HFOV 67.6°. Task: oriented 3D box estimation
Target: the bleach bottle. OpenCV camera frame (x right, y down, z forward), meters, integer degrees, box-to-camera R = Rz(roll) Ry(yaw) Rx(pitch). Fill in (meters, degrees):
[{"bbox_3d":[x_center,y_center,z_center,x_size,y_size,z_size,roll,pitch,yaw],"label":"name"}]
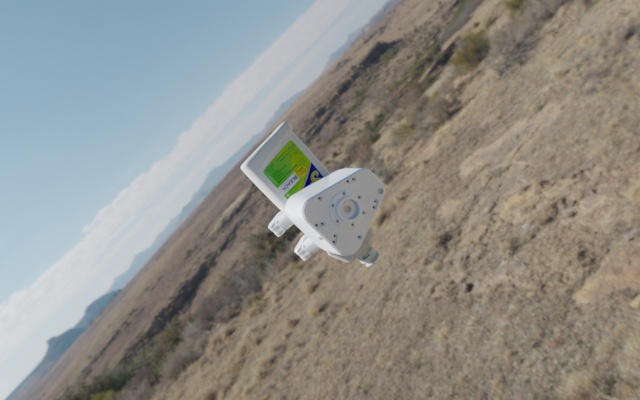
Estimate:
[{"bbox_3d":[0.000,0.002,0.736,0.251,0.102,0.068,44,-9,-10],"label":"bleach bottle"}]
